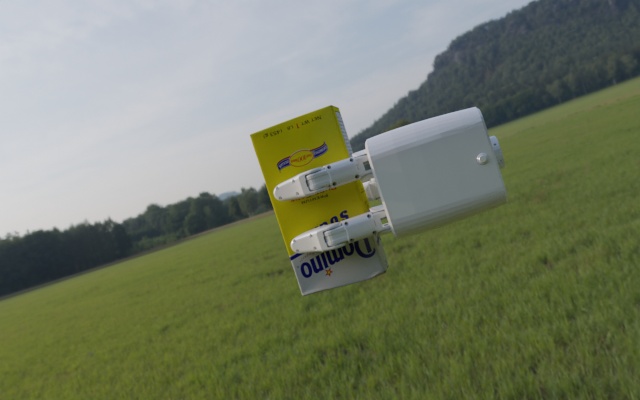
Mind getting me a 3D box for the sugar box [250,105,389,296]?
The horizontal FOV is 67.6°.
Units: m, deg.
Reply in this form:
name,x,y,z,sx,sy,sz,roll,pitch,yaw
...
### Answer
name,x,y,z,sx,sy,sz,roll,pitch,yaw
sugar box,0.000,0.002,0.492,0.093,0.176,0.048,-18,0,14
